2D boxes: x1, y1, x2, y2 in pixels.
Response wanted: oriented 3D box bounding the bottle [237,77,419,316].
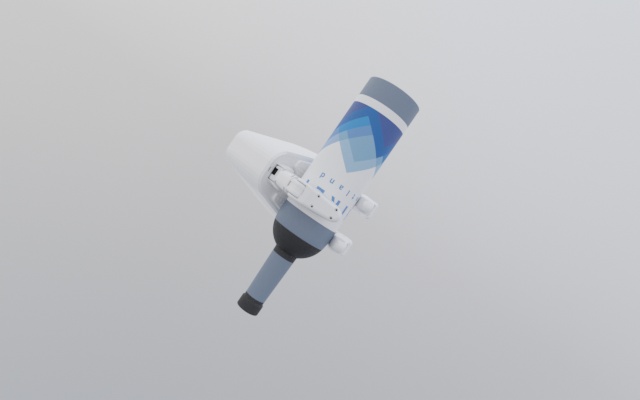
[{"bbox_3d":[0.000,0.002,0.539,0.069,0.296,0.069,35,1,-1],"label":"bottle"}]
